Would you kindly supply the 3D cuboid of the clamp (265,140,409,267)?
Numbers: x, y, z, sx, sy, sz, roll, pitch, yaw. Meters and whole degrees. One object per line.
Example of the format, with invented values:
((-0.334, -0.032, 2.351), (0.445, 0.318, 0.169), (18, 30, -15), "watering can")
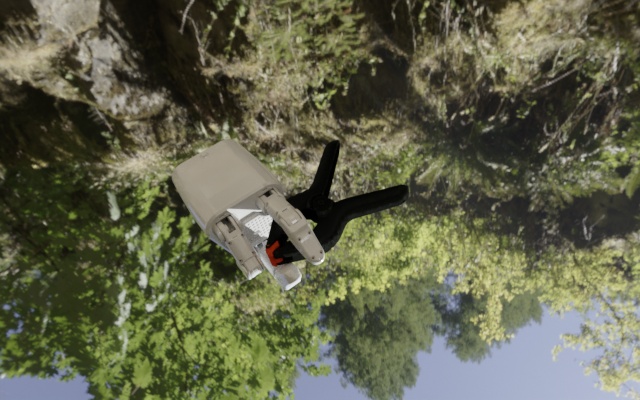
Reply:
((0.000, 0.002, 0.540), (0.171, 0.039, 0.120), (-33, 52, -16), "clamp")
